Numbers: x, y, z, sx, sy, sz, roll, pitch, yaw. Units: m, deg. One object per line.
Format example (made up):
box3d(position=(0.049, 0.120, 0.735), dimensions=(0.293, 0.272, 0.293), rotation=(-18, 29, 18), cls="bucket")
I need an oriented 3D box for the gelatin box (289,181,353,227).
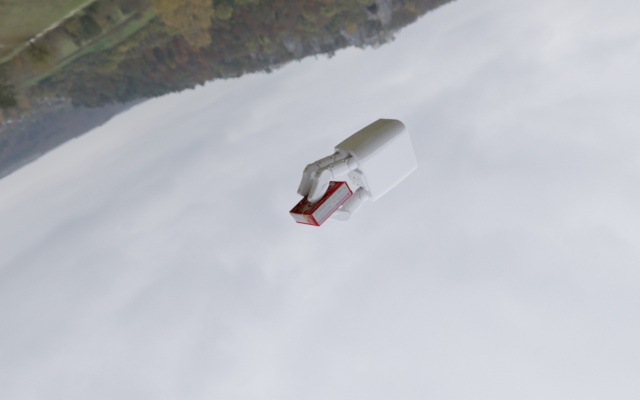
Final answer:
box3d(position=(0.000, 0.003, 0.802), dimensions=(0.089, 0.030, 0.073), rotation=(-44, 24, -22), cls="gelatin box")
